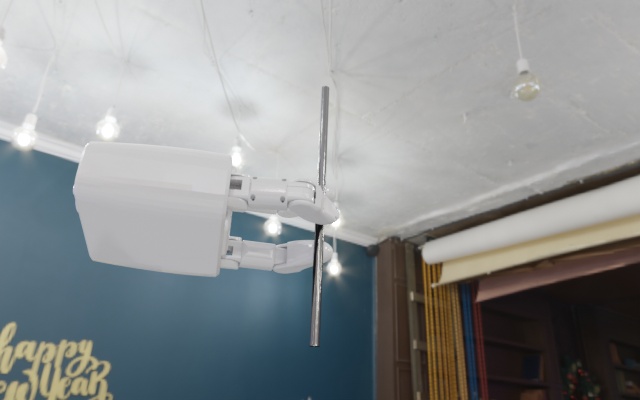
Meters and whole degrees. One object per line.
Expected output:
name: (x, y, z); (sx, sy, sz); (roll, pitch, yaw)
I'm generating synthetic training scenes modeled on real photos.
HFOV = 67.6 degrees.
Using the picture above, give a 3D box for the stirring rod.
stirring rod: (0.000, 0.001, 0.412); (0.011, 0.239, 0.011); (2, -24, 1)
